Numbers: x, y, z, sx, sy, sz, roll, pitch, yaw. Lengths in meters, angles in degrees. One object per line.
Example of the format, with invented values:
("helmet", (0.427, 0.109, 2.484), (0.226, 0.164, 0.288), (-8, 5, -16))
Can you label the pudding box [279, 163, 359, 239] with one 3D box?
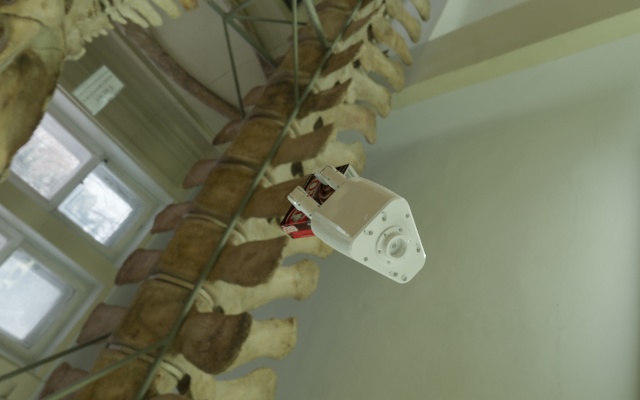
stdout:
("pudding box", (0.000, 0.002, 0.714), (0.090, 0.113, 0.039), (-11, -52, 46))
